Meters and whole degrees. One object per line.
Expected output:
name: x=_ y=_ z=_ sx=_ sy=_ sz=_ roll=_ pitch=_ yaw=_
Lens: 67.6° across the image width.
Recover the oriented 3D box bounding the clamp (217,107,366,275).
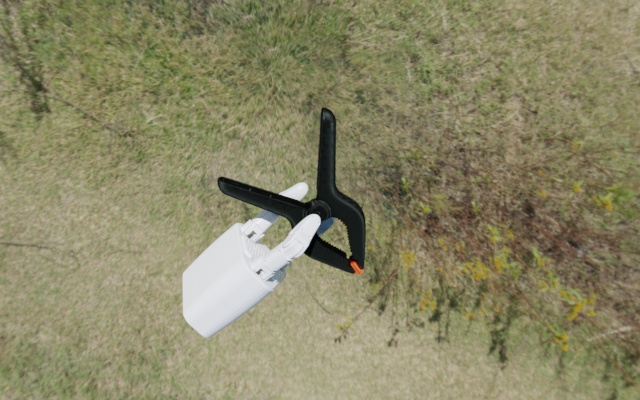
clamp: x=0.000 y=0.003 z=0.593 sx=0.164 sy=0.210 sz=0.036 roll=-39 pitch=15 yaw=12
